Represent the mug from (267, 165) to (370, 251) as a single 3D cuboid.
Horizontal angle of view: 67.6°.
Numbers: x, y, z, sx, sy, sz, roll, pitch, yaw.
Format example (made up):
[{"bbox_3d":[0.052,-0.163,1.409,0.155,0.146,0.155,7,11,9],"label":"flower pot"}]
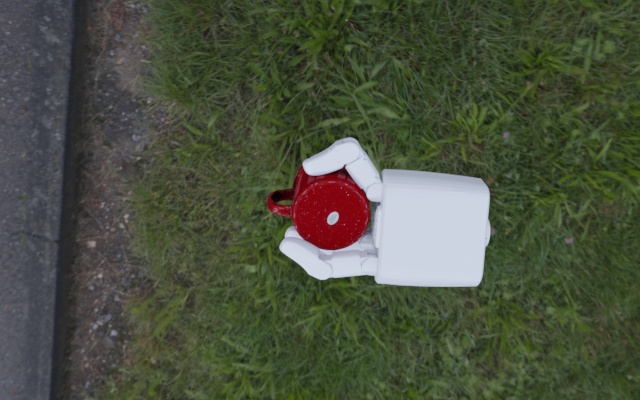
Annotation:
[{"bbox_3d":[-0.001,0.002,0.522,0.117,0.093,0.081,3,21,1],"label":"mug"}]
